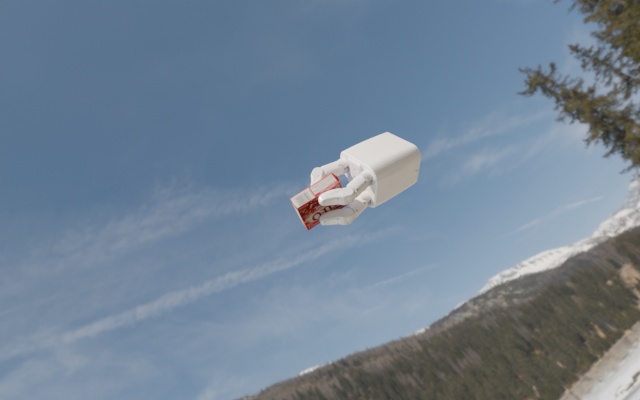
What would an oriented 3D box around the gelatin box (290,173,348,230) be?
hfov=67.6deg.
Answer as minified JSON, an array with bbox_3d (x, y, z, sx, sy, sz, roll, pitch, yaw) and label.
[{"bbox_3d":[0.000,0.003,0.832,0.089,0.030,0.073,-32,-36,-6],"label":"gelatin box"}]
